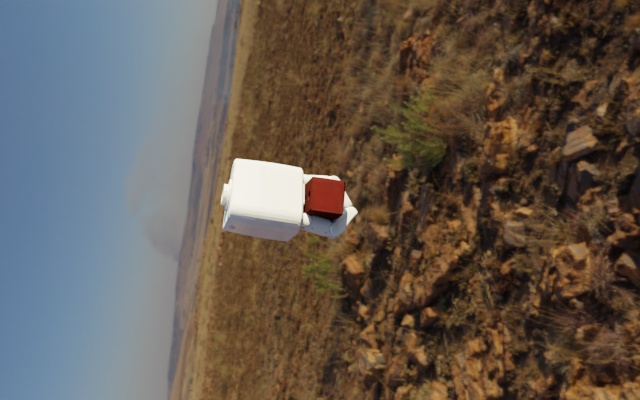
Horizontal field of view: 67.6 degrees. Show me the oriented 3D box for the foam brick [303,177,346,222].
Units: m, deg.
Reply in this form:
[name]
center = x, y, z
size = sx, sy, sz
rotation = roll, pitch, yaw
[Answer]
[foam brick]
center = 0.000, 0.002, 0.724
size = 0.051, 0.053, 0.078
rotation = 10, -18, -15
